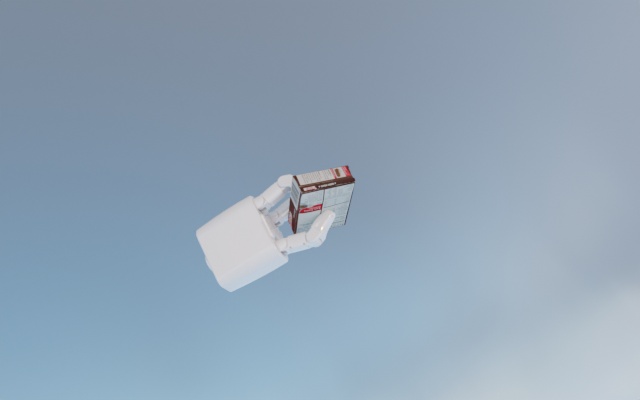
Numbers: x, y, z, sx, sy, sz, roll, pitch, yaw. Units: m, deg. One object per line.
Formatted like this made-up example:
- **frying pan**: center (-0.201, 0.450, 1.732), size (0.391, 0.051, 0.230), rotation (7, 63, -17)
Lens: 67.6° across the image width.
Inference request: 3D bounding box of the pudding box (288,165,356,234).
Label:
- **pudding box**: center (0.000, 0.003, 0.737), size (0.090, 0.039, 0.114), rotation (-13, -35, -18)
